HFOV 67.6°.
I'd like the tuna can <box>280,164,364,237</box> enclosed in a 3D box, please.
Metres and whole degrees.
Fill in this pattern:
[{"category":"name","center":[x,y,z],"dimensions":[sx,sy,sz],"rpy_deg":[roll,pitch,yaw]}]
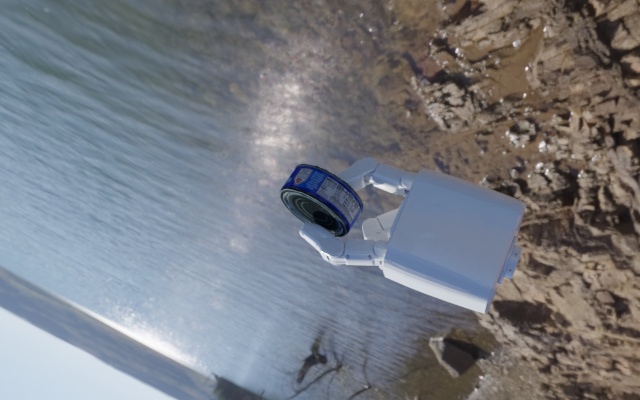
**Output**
[{"category":"tuna can","center":[0.000,0.002,0.504],"dimensions":[0.086,0.033,0.086],"rpy_deg":[28,-22,12]}]
